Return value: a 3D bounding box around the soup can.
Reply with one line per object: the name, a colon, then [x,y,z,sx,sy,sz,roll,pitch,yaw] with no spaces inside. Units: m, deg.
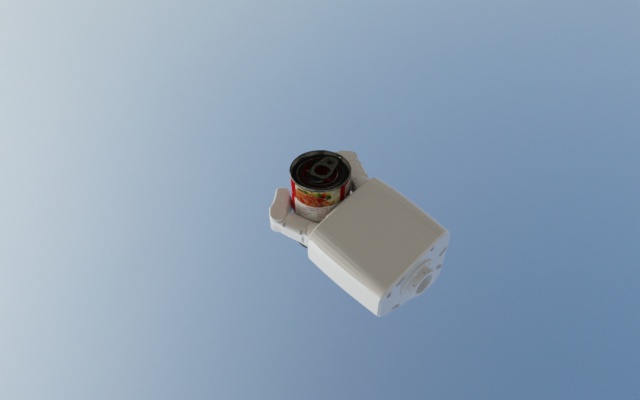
soup can: [0.000,0.002,0.557,0.068,0.102,0.068,0,45,0]
